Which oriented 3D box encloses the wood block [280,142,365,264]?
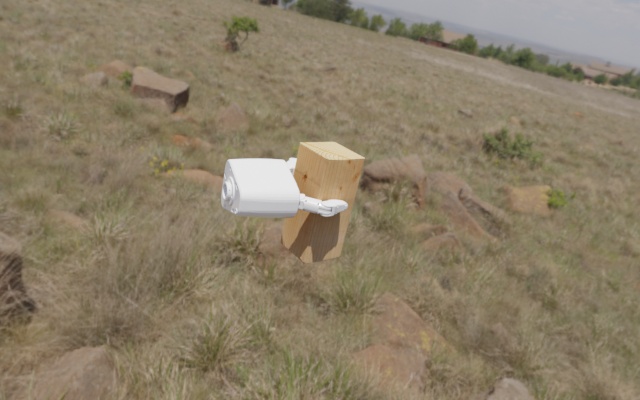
[{"bbox_3d":[0.000,0.003,0.897,0.090,0.206,0.090,-6,29,-39],"label":"wood block"}]
